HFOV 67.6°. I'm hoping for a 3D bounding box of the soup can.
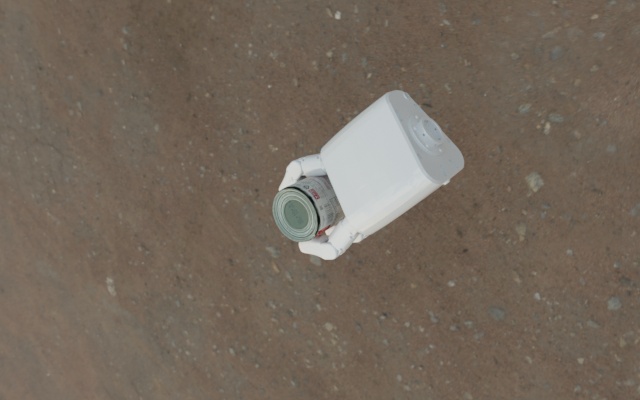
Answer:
[{"bbox_3d":[0.000,0.002,0.573,0.068,0.068,0.102,0,18,37],"label":"soup can"}]
